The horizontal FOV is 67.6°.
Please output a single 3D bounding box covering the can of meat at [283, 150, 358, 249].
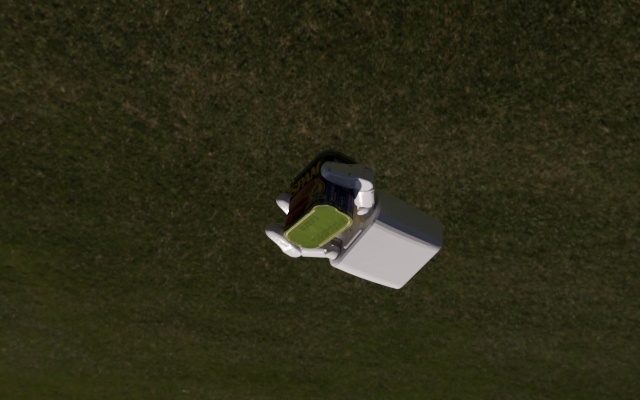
[{"bbox_3d":[0.000,0.002,0.586,0.057,0.084,0.102,26,-42,-23],"label":"can of meat"}]
